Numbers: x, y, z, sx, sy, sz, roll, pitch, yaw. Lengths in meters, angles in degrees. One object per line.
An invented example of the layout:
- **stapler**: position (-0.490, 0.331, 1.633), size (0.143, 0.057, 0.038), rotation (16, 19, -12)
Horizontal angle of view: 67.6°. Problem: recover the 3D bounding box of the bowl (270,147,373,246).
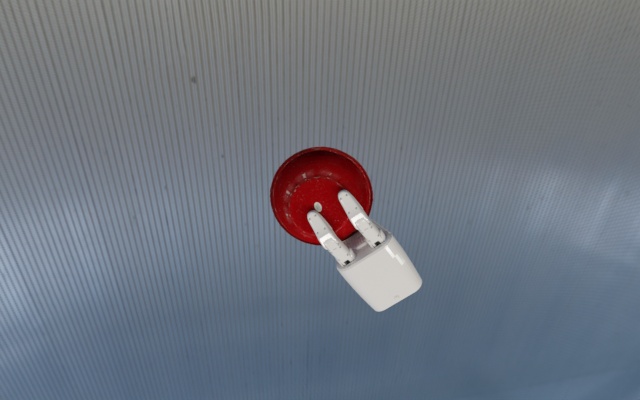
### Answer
- **bowl**: position (-0.001, 0.002, 0.723), size (0.162, 0.162, 0.055), rotation (0, 16, 3)
